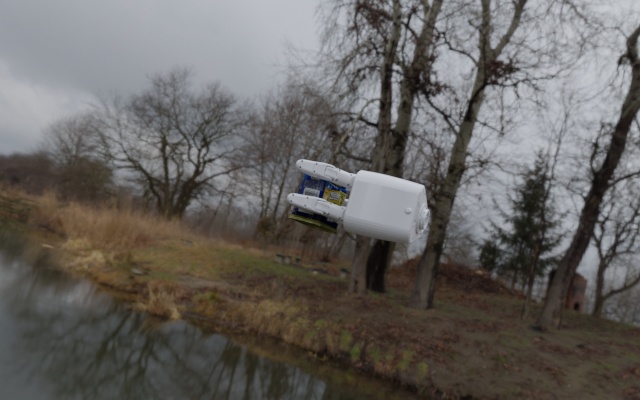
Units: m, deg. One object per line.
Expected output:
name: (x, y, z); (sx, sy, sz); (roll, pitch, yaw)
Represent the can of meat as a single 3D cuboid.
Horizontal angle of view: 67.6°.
can of meat: (0.000, 0.002, 0.784); (0.057, 0.084, 0.102); (13, -8, 28)
